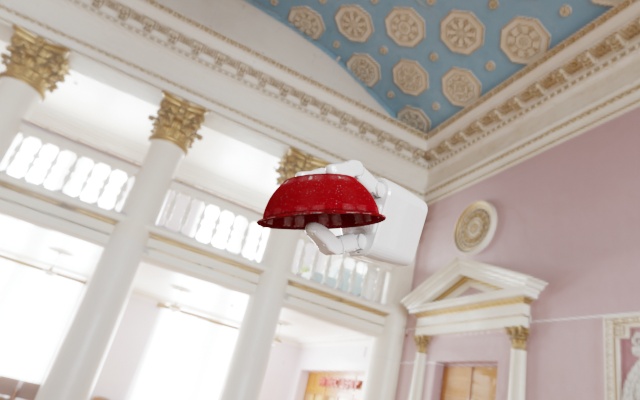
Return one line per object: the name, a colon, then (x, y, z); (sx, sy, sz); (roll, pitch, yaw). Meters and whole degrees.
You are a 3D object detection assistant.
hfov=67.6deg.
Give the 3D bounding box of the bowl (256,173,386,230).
bowl: (-0.001, 0.001, 0.601); (0.162, 0.055, 0.162); (-2, -9, 0)
